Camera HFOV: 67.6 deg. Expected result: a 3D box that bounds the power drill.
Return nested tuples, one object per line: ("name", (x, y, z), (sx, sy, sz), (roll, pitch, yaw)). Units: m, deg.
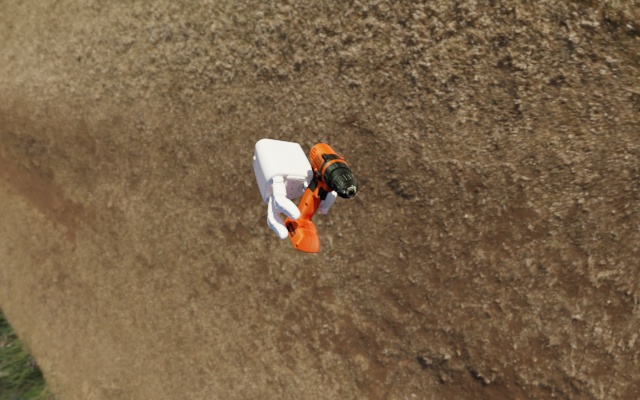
("power drill", (0.000, 0.003, 0.900), (0.057, 0.188, 0.184), (16, 22, -24))
